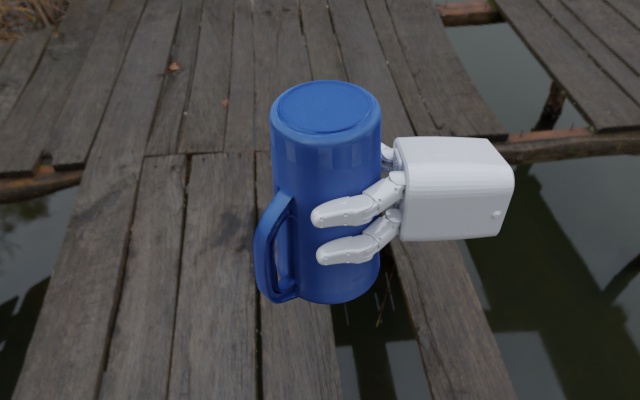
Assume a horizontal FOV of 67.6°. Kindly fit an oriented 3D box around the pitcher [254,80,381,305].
[{"bbox_3d":[0.000,0.002,0.529,0.145,0.243,0.149,-1,44,2],"label":"pitcher"}]
